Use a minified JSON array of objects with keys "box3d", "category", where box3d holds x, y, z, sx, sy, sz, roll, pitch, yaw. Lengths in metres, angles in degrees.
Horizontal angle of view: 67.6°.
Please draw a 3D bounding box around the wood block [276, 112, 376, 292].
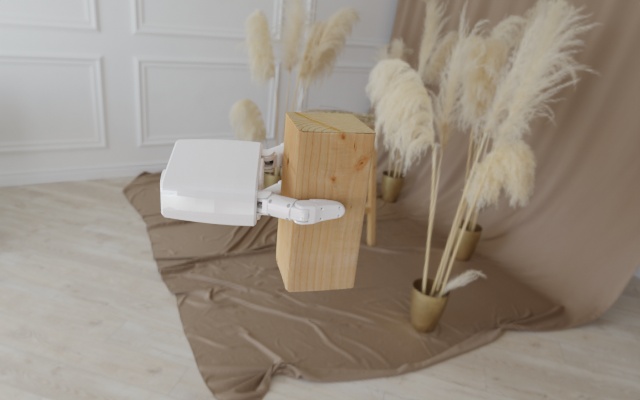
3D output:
[{"box3d":[0.000,0.002,0.600,0.090,0.206,0.090,-1,24,-15],"category":"wood block"}]
